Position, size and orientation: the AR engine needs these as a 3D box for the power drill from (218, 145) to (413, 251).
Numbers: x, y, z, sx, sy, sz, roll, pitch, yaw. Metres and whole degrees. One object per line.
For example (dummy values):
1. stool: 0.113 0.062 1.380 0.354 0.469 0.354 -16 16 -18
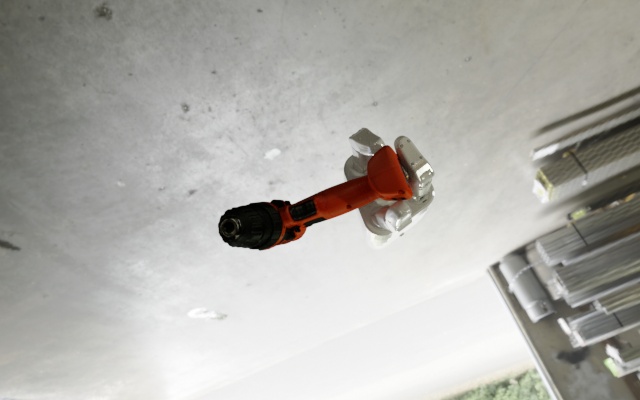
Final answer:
1. power drill: 0.001 0.002 0.515 0.187 0.057 0.184 -21 -5 14
